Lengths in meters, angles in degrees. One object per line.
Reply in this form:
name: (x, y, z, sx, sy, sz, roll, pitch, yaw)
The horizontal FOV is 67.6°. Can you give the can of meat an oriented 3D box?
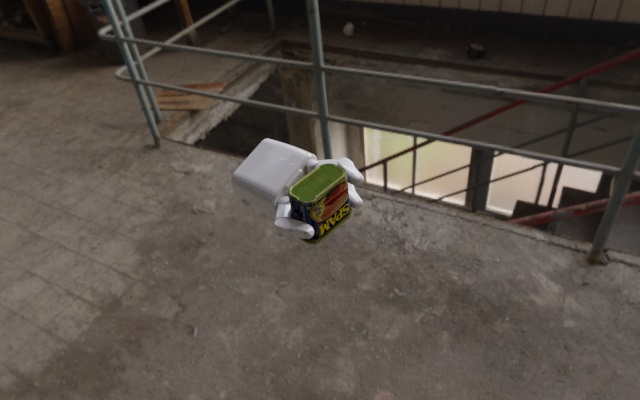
can of meat: (0.000, 0.002, 0.731, 0.057, 0.084, 0.102, 27, 51, 34)
